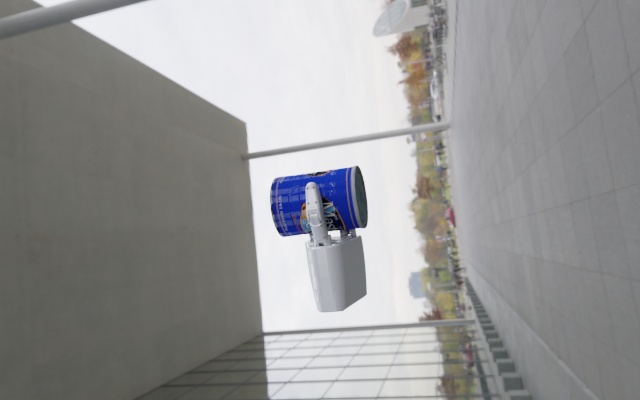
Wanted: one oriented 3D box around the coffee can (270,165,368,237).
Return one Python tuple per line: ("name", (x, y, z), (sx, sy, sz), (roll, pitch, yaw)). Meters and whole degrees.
("coffee can", (0.000, 0.002, 0.787), (0.140, 0.103, 0.103), (-7, -2, 14))
